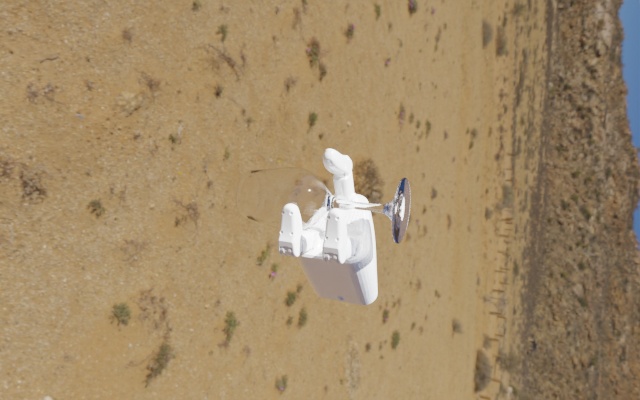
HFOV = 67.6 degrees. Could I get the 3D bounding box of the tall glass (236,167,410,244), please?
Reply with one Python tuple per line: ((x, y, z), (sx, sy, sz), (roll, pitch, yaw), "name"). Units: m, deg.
((0.001, 0.002, 0.570), (0.201, 0.079, 0.079), (6, 2, 23), "tall glass")
